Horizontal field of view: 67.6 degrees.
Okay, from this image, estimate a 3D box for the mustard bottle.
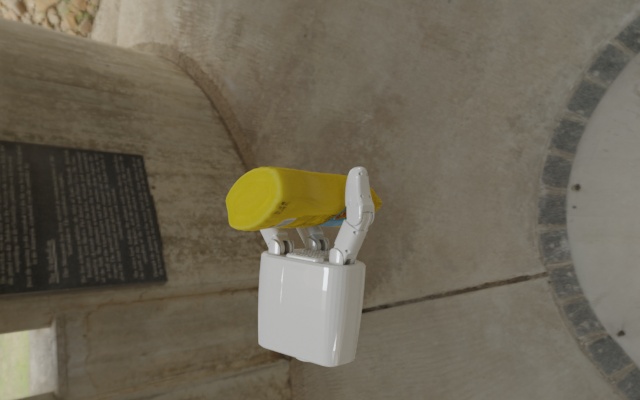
[{"bbox_3d":[0.000,0.001,0.530,0.191,0.058,0.096,2,-21,-42],"label":"mustard bottle"}]
